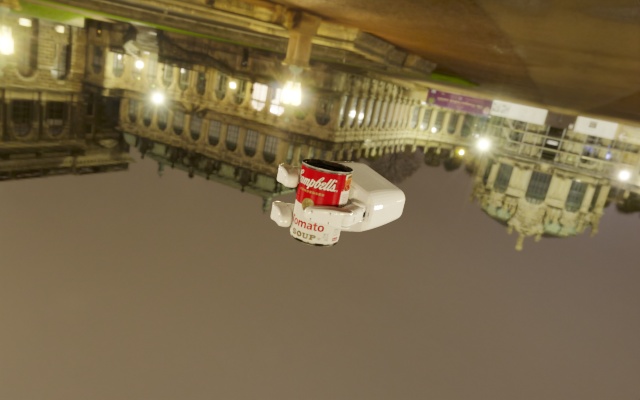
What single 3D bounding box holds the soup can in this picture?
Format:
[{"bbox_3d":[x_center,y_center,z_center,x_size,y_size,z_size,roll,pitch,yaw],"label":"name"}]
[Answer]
[{"bbox_3d":[0.000,0.002,0.634,0.068,0.102,0.068,11,15,-3],"label":"soup can"}]
